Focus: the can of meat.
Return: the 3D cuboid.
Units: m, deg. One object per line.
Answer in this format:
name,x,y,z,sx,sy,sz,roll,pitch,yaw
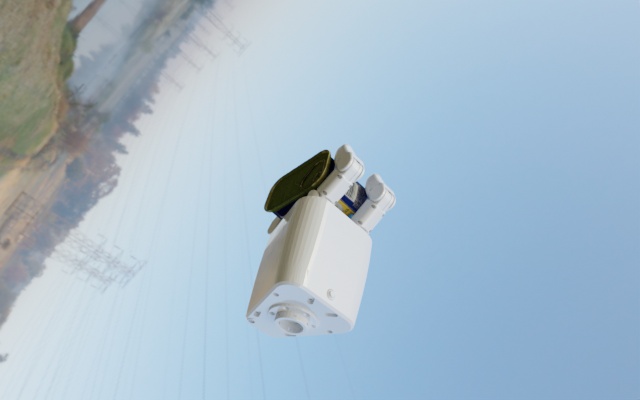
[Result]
can of meat,0.000,0.002,0.556,0.102,0.057,0.084,-30,-59,36
